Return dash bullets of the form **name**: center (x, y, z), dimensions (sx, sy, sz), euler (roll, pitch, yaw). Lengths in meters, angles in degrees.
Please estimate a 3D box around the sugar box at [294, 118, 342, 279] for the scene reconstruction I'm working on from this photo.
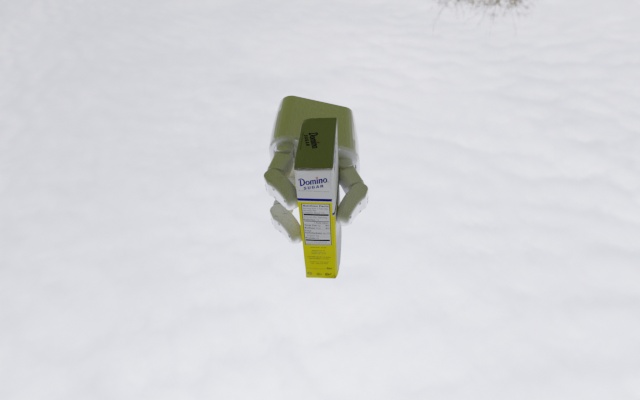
- **sugar box**: center (0.000, 0.002, 0.557), dimensions (0.048, 0.176, 0.093), euler (-1, 42, 7)
